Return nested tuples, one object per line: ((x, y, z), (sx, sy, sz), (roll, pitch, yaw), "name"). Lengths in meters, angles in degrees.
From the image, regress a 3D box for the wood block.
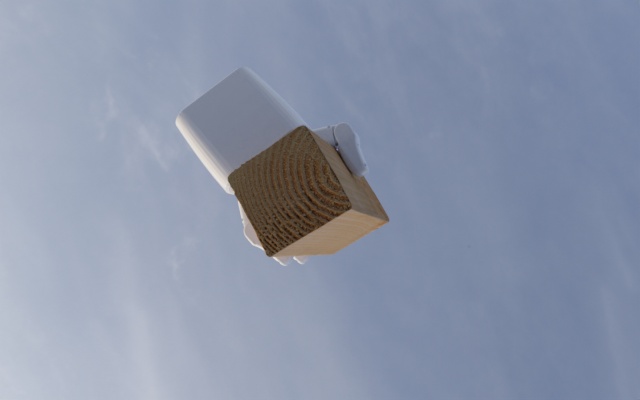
((0.000, 0.001, 0.517), (0.091, 0.090, 0.206), (-32, -14, 12), "wood block")
